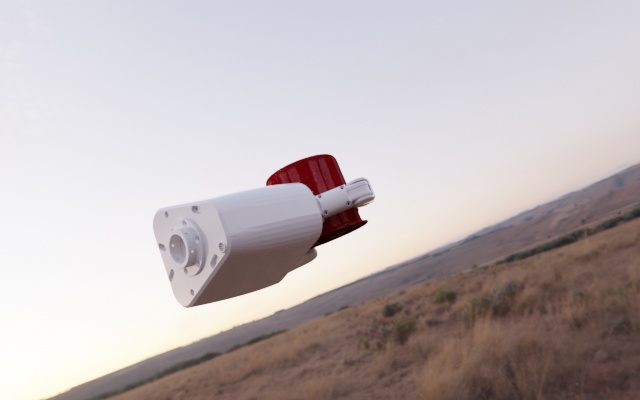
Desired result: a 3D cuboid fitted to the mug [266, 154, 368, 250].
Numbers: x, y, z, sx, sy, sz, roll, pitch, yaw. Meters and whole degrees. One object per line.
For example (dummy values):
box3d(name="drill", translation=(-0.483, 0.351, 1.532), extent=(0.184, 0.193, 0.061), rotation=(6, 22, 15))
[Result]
box3d(name="mug", translation=(0.001, 0.001, 0.514), extent=(0.093, 0.081, 0.117), rotation=(-30, -13, 40))
